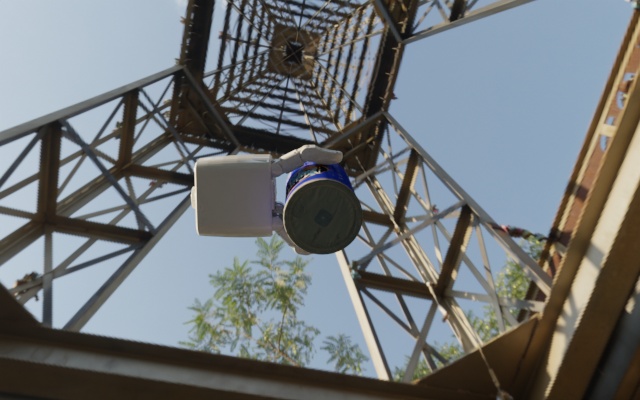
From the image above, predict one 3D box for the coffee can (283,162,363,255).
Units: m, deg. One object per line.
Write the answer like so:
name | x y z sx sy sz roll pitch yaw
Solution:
coffee can | 0.000 0.002 0.678 0.103 0.103 0.140 0 17 -3
